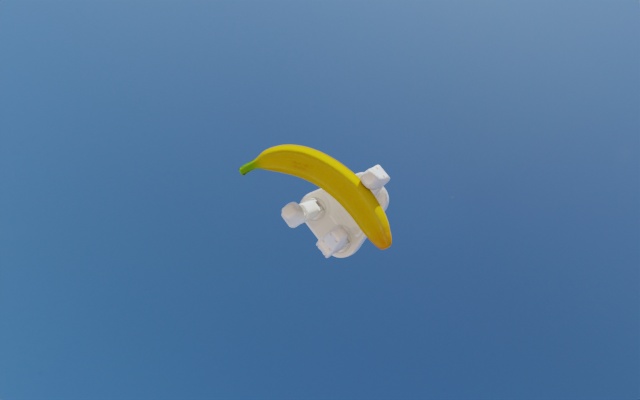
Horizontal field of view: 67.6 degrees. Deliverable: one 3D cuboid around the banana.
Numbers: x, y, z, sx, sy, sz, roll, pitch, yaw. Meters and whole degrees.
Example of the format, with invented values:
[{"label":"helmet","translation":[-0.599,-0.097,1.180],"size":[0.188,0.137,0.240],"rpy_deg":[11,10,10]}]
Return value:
[{"label":"banana","translation":[0.006,-0.016,0.561],"size":[0.198,0.069,0.037],"rpy_deg":[27,-3,9]}]
